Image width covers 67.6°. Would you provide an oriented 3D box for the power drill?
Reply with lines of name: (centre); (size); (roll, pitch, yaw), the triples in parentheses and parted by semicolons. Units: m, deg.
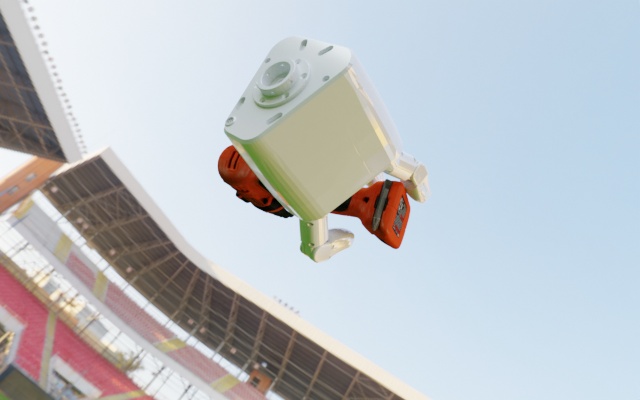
power drill: (0.000, 0.002, 0.524); (0.187, 0.057, 0.184); (13, -10, 18)
